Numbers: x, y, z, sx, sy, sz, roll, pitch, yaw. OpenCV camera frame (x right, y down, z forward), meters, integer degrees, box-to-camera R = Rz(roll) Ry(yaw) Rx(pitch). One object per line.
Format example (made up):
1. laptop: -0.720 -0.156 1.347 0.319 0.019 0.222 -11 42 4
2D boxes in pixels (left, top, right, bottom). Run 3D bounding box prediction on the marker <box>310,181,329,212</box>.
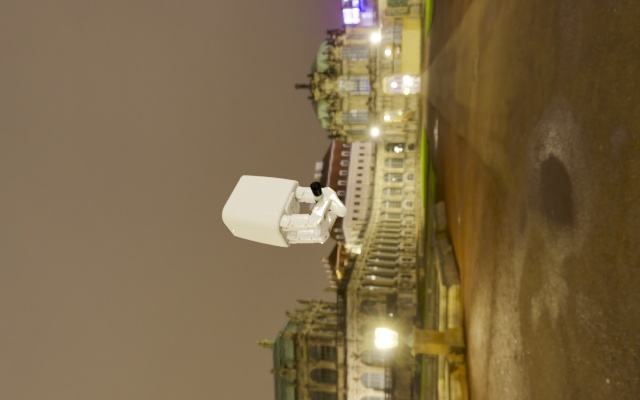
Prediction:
1. marker: 0.000 0.003 0.827 0.020 0.020 0.121 0 -28 10
